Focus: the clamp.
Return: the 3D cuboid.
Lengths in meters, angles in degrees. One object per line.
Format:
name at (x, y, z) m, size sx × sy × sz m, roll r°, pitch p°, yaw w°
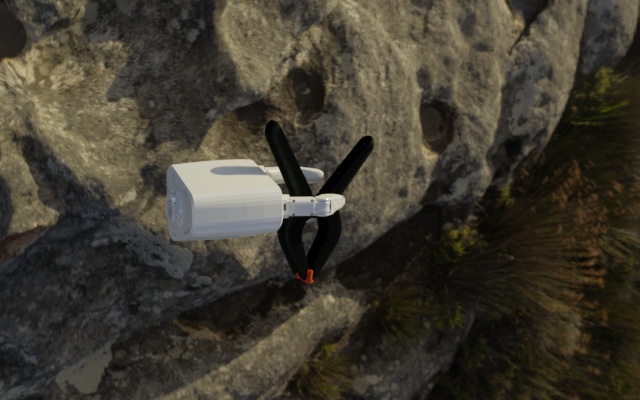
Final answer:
clamp at (0.000, 0.003, 0.627) m, size 0.164 × 0.210 × 0.036 m, roll -5°, pitch 13°, yaw -33°
